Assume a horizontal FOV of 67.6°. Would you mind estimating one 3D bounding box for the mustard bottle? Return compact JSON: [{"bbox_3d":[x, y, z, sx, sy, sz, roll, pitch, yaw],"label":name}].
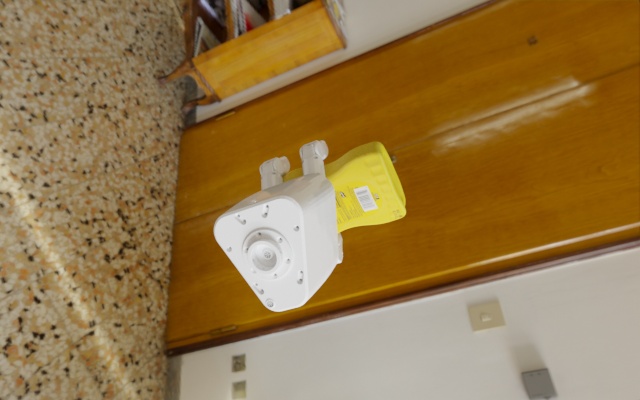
[{"bbox_3d":[0.000,0.002,0.584,0.191,0.096,0.058,-18,31,19],"label":"mustard bottle"}]
